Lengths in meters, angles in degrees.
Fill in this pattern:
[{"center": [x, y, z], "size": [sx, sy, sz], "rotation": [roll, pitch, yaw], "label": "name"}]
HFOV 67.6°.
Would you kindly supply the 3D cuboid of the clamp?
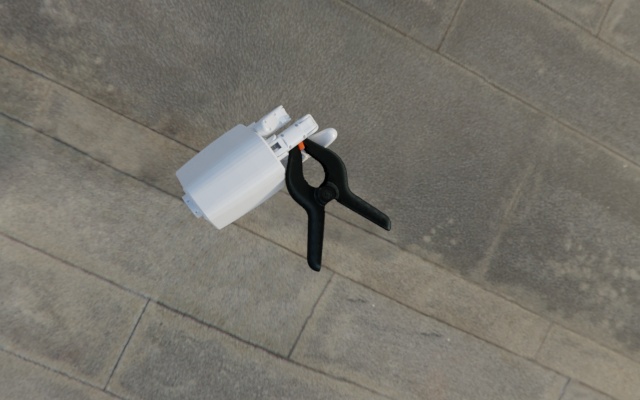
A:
[{"center": [0.000, 0.002, 0.603], "size": [0.120, 0.171, 0.039], "rotation": [-38, 7, -14], "label": "clamp"}]
